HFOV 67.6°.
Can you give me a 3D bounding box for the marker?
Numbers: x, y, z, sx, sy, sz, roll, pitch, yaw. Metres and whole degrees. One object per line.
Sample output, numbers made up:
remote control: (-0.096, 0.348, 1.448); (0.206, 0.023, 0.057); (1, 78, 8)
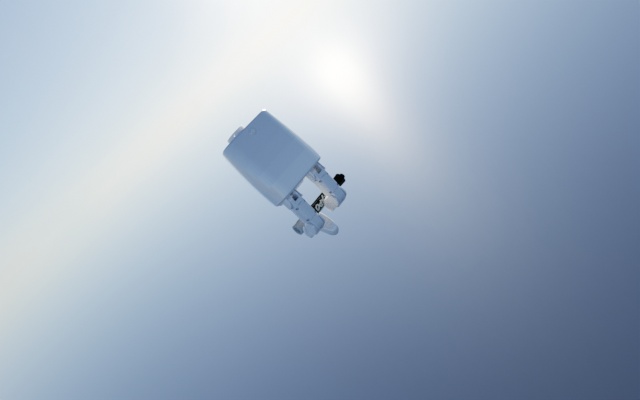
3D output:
marker: (0.000, 0.002, 0.733); (0.020, 0.121, 0.020); (32, -25, 17)
